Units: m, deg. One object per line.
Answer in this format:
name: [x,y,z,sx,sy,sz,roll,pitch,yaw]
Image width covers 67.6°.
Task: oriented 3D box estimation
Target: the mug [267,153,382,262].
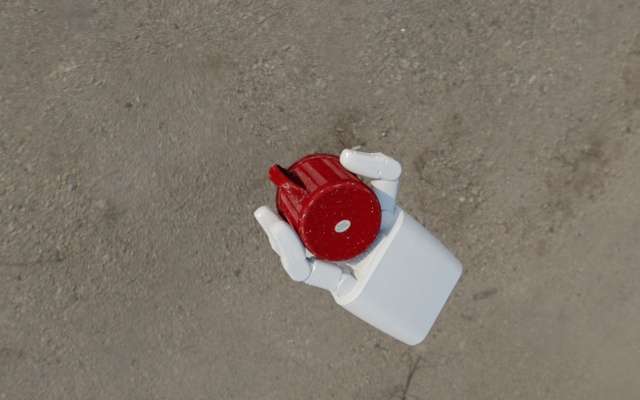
mug: [-0.001,0.001,0.462,0.117,0.093,0.081,35,6,-25]
